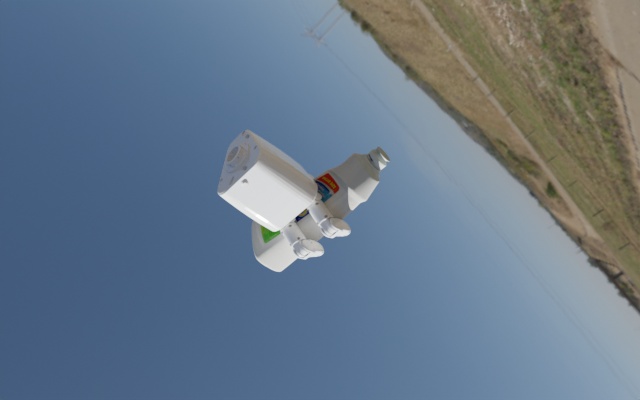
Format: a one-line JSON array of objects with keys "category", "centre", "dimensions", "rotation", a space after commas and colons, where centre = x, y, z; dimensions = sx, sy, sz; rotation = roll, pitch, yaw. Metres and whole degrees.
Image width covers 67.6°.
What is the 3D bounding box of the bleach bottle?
[{"category": "bleach bottle", "centre": [0.000, 0.003, 0.737], "dimensions": [0.251, 0.102, 0.068], "rotation": [-40, -54, 21]}]
